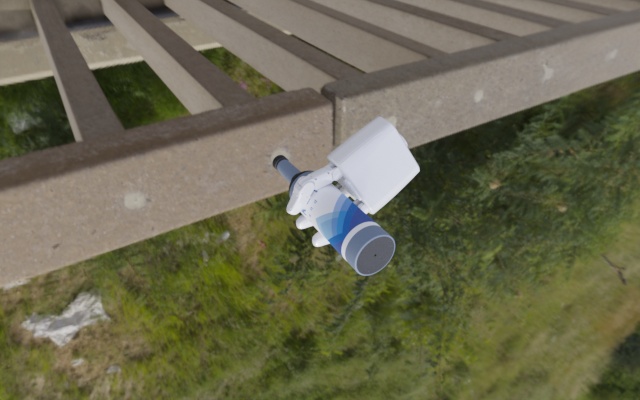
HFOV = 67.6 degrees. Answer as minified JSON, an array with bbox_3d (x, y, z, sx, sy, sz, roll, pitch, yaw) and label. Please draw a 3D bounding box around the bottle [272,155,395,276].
[{"bbox_3d":[0.000,0.003,0.743,0.069,0.069,0.295,0,29,-35],"label":"bottle"}]
